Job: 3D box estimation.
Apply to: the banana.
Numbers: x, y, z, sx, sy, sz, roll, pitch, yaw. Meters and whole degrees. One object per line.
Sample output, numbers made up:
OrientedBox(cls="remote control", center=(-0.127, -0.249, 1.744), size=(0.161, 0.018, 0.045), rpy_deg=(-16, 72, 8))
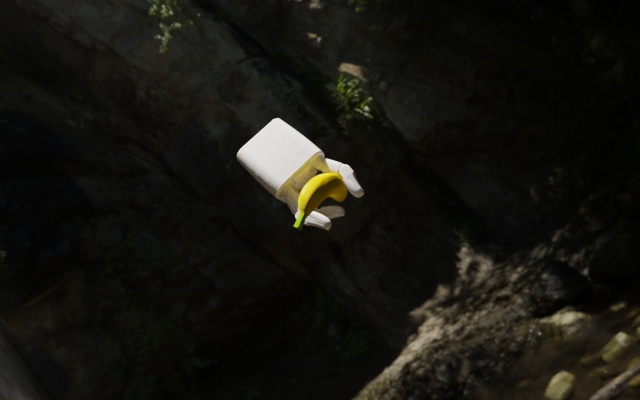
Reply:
OrientedBox(cls="banana", center=(0.006, -0.012, 0.770), size=(0.037, 0.070, 0.197), rpy_deg=(31, 23, 15))
